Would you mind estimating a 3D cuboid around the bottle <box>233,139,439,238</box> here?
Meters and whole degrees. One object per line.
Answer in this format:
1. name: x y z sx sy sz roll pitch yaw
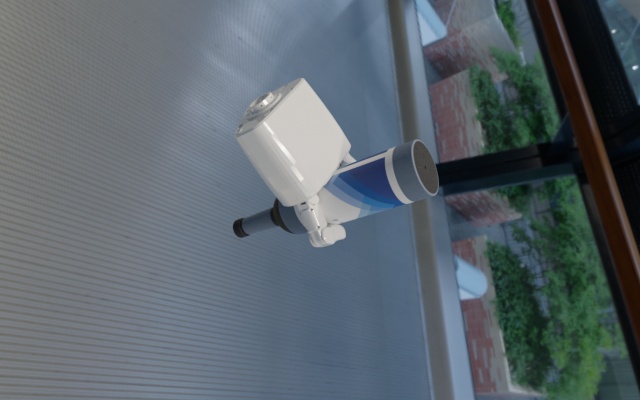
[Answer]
1. bottle: 0.000 0.002 0.611 0.296 0.069 0.069 -18 -10 33
